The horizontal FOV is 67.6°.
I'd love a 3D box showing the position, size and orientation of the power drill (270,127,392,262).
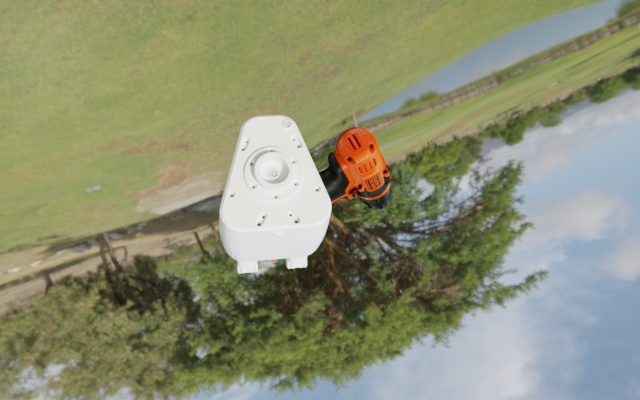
[{"bbox_3d":[0.000,0.002,0.587,0.187,0.057,0.184,-32,-26,2],"label":"power drill"}]
